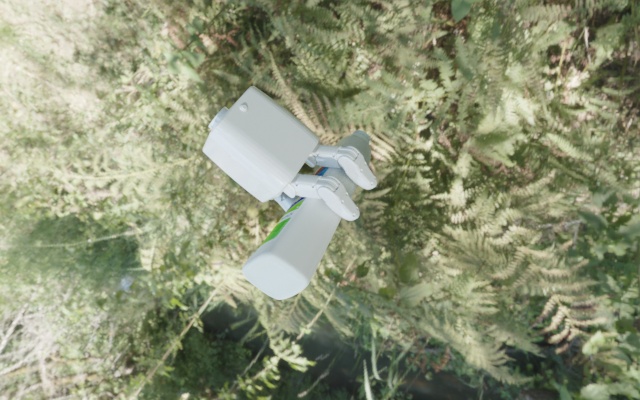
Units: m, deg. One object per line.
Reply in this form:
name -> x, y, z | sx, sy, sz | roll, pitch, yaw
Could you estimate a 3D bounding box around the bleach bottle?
bleach bottle -> 0.000, 0.002, 0.612 | 0.068, 0.250, 0.102 | 39, -35, -10
